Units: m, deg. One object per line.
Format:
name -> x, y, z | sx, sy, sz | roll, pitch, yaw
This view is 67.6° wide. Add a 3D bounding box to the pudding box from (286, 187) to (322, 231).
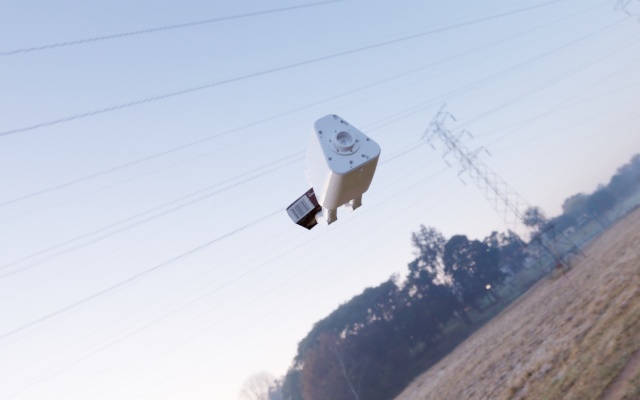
pudding box -> 0.000, 0.003, 0.881 | 0.113, 0.039, 0.090 | -38, -20, 6
